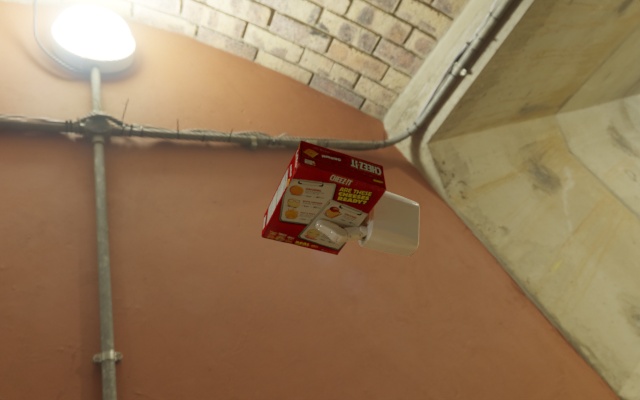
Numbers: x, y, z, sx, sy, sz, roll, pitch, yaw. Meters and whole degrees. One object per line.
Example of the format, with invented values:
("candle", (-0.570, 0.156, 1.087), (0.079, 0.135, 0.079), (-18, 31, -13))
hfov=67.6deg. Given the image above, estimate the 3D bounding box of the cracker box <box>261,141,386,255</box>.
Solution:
("cracker box", (0.000, 0.003, 0.894), (0.164, 0.072, 0.214), (15, -45, -16))
